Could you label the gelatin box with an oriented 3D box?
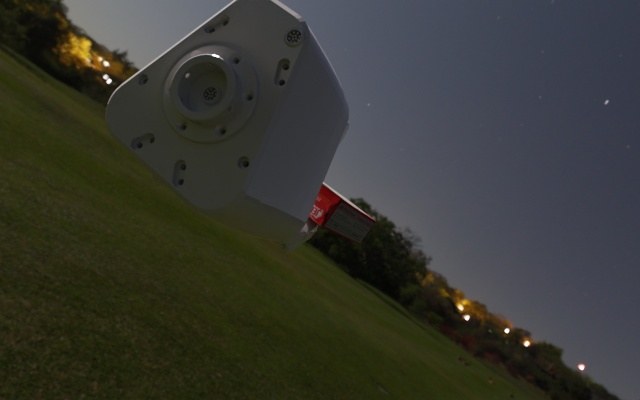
[{"bbox_3d":[0.000,0.001,0.417,0.073,0.030,0.089,37,4,28],"label":"gelatin box"}]
